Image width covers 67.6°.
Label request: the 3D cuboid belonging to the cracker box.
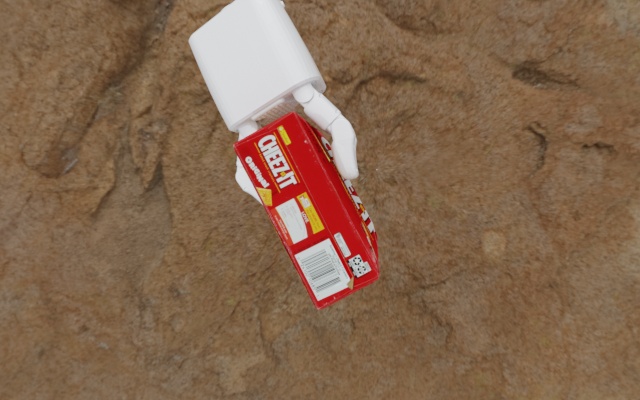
[{"bbox_3d":[0.000,0.002,0.509,0.072,0.164,0.213,-27,1,8],"label":"cracker box"}]
